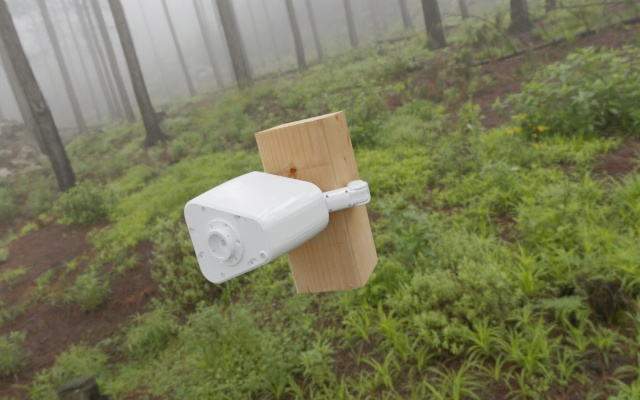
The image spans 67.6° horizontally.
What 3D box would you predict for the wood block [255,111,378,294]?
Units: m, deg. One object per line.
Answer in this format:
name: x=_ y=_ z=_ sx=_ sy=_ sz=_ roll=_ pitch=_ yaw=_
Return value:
wood block: x=0.000 y=0.002 z=0.602 sx=0.091 sy=0.206 sz=0.090 roll=-9 pitch=13 yaw=22
